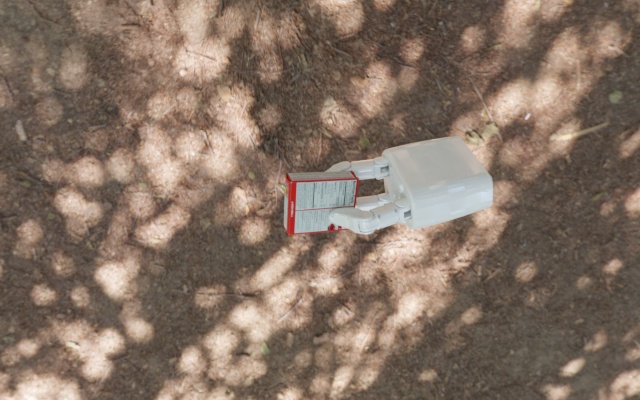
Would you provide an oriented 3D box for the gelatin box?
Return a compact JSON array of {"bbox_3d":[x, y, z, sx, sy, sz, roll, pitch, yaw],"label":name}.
[{"bbox_3d":[0.000,0.002,0.597,0.089,0.073,0.030,-4,27,-17],"label":"gelatin box"}]
